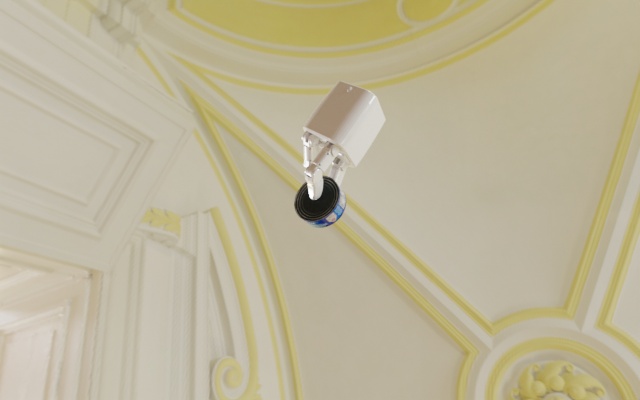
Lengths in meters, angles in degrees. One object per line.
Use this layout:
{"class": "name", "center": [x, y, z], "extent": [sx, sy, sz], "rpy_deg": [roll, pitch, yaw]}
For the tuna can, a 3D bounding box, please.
{"class": "tuna can", "center": [0.000, 0.003, 0.815], "extent": [0.086, 0.086, 0.034], "rpy_deg": [0, -26, 30]}
